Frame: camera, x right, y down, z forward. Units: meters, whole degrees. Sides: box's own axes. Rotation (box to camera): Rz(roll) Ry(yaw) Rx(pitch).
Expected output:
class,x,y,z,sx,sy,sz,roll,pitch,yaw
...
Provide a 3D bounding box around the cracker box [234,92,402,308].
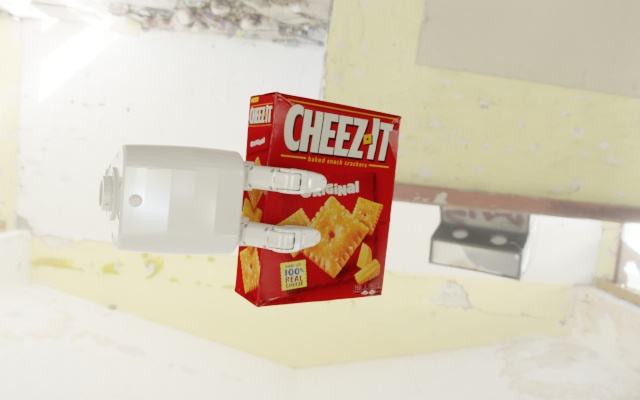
class,x,y,z,sx,sy,sz,roll,pitch,yaw
cracker box,0.000,0.002,0.527,0.164,0.214,0.072,3,5,-32
